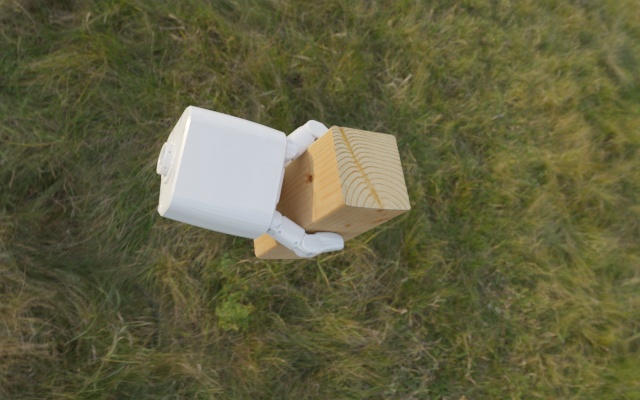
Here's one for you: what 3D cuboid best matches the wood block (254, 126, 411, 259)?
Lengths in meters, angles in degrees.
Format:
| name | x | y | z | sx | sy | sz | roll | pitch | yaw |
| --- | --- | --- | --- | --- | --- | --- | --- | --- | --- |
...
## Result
| name | x | y | z | sx | sy | sz | roll | pitch | yaw |
| --- | --- | --- | --- | --- | --- | --- | --- | --- | --- |
| wood block | 0.000 | 0.002 | 0.579 | 0.090 | 0.090 | 0.206 | 4 | -22 | -32 |
